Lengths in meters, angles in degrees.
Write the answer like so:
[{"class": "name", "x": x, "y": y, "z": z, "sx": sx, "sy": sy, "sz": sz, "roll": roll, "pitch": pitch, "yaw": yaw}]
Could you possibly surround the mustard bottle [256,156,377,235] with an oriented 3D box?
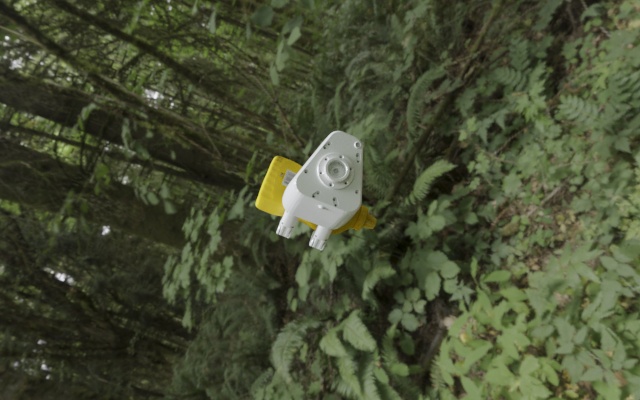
[{"class": "mustard bottle", "x": 0.000, "y": 0.003, "z": 0.766, "sx": 0.191, "sy": 0.096, "sz": 0.058, "roll": 22, "pitch": -40, "yaw": -5}]
